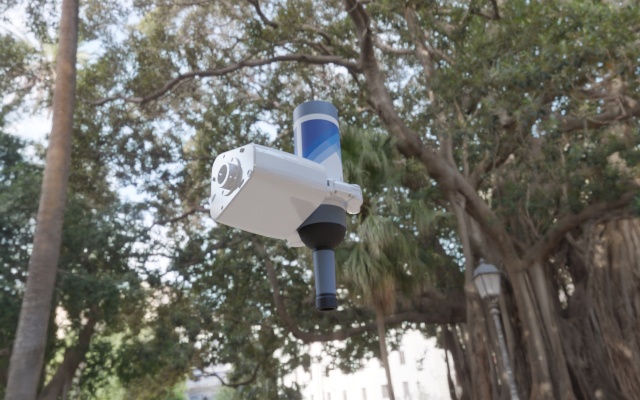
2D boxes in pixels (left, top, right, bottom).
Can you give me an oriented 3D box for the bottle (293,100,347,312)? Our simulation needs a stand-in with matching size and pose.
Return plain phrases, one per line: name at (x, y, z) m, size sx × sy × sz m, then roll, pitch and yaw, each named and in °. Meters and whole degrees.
bottle at (0.000, 0.002, 0.654) m, size 0.069 × 0.295 × 0.069 m, roll -3°, pitch -25°, yaw -1°
